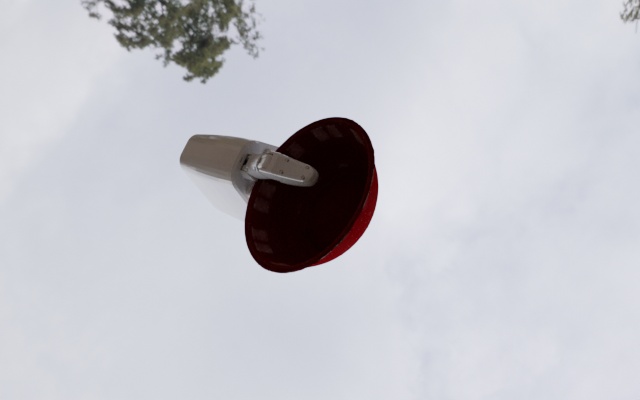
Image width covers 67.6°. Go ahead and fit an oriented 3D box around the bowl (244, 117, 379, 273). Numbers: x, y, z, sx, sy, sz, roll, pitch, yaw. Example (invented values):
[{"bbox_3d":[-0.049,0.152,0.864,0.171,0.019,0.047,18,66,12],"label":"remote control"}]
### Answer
[{"bbox_3d":[0.001,0.002,0.463,0.162,0.162,0.055,0,-25,46],"label":"bowl"}]
